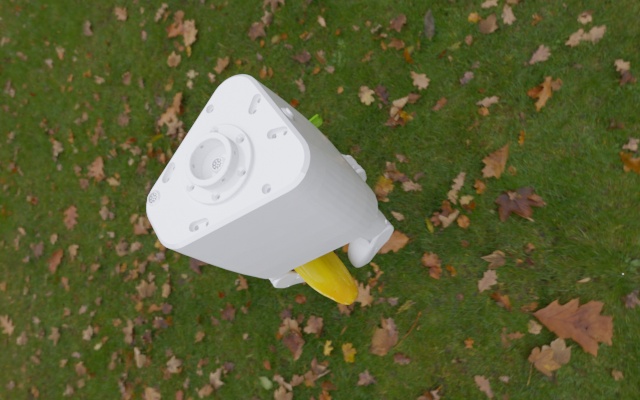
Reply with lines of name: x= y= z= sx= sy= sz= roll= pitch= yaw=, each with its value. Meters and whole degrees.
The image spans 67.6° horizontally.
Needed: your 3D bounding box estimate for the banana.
banana: x=-0.018 y=0.004 z=0.433 sx=0.069 sy=0.197 sz=0.037 roll=-17 pitch=-28 yaw=11
